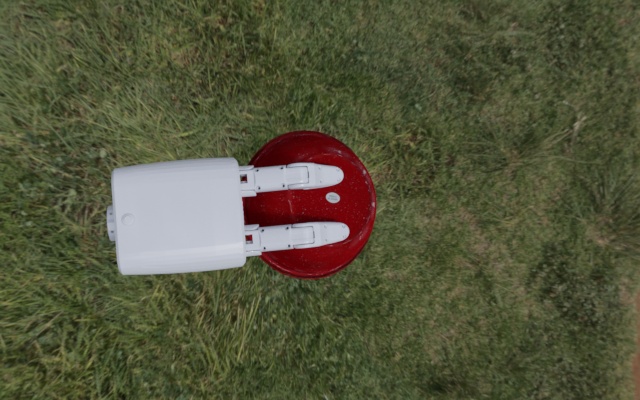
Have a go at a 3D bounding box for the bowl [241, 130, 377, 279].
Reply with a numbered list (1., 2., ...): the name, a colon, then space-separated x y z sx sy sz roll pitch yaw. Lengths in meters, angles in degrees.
1. bowl: 0.001 0.001 0.494 0.162 0.162 0.055 0 -5 -25
